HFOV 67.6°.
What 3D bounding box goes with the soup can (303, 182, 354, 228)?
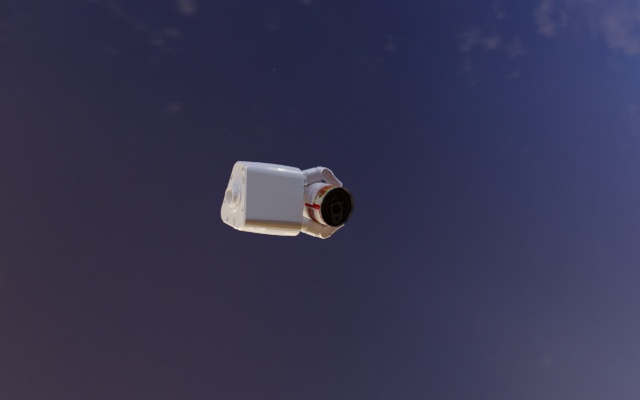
[{"bbox_3d":[0.000,0.003,0.823,0.068,0.068,0.102,0,10,-34],"label":"soup can"}]
